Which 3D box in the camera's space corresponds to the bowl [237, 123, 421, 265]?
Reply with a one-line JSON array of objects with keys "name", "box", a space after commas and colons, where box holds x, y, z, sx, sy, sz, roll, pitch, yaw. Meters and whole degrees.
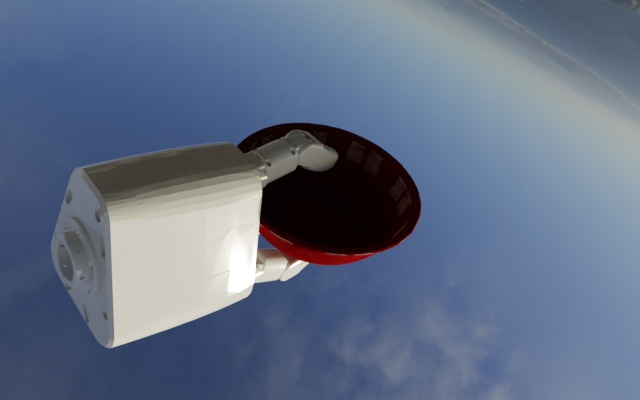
[{"name": "bowl", "box": [0.001, 0.001, 0.409, 0.162, 0.055, 0.162, 9, 42, -8]}]
